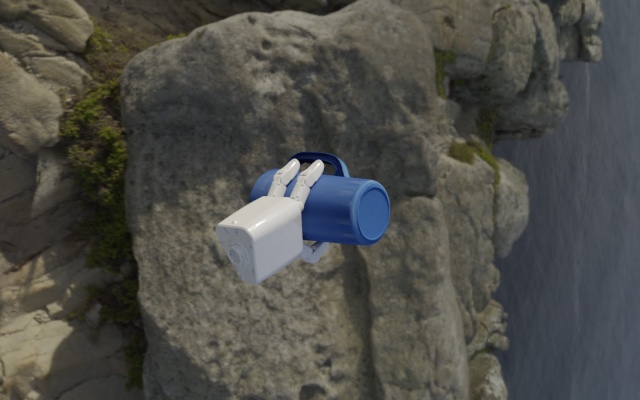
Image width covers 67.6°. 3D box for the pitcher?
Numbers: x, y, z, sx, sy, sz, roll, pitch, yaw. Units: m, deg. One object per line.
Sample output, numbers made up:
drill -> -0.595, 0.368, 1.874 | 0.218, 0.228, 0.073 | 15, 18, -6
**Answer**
pitcher -> 0.000, 0.003, 0.851 | 0.243, 0.149, 0.145 | 5, 27, 42
